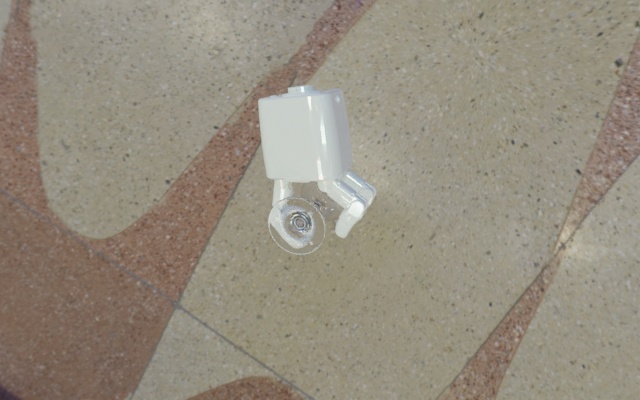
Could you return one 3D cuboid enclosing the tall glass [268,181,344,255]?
[{"bbox_3d":[0.000,0.003,0.664,0.079,0.079,0.201,0,17,18],"label":"tall glass"}]
